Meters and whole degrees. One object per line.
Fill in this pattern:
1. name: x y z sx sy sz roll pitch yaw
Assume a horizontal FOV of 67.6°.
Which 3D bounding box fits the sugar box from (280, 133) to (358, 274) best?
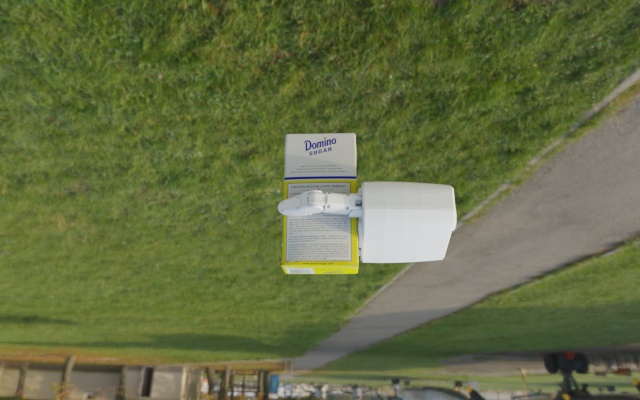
1. sugar box: 0.000 0.002 0.602 0.093 0.176 0.048 0 -22 3
